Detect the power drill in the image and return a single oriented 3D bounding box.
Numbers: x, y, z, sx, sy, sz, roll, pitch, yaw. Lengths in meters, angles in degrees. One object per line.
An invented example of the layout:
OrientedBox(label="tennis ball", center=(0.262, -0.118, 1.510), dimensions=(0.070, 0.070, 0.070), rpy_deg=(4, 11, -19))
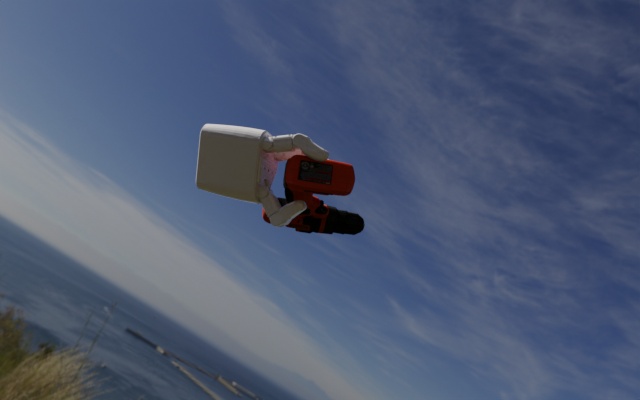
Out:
OrientedBox(label="power drill", center=(0.000, 0.002, 0.792), dimensions=(0.184, 0.057, 0.188), rpy_deg=(8, -28, -7))
